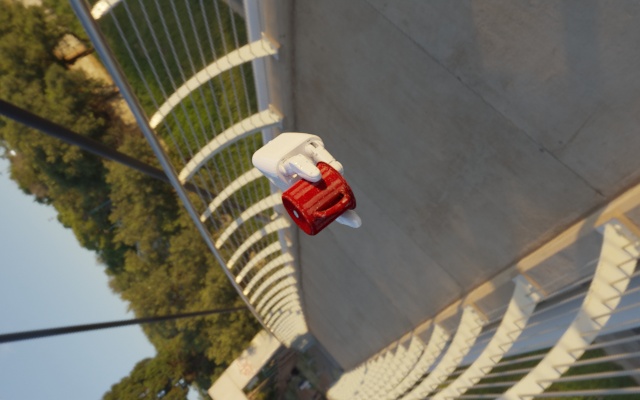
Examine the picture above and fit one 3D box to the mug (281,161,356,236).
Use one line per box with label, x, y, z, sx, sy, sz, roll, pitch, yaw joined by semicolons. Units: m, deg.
mug;0.001;0.003;0.721;0.081;0.093;0.117;-38;27;-17
